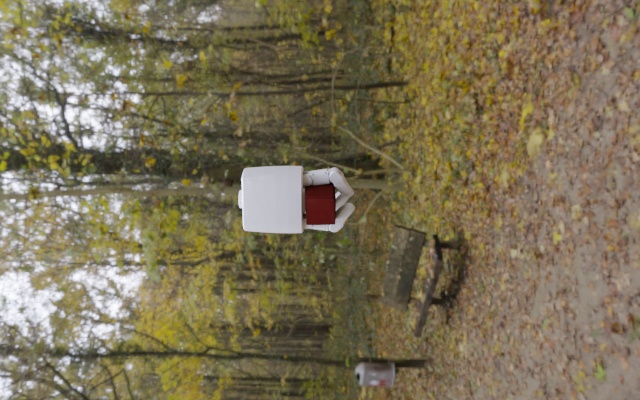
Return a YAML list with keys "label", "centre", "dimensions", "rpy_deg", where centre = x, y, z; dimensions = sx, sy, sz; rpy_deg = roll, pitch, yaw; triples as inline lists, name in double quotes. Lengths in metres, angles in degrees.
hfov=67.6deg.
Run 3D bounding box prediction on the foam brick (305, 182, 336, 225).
- label: "foam brick"
  centre: [0.000, 0.003, 0.832]
  dimensions: [0.051, 0.053, 0.078]
  rpy_deg: [-1, 26, 0]
